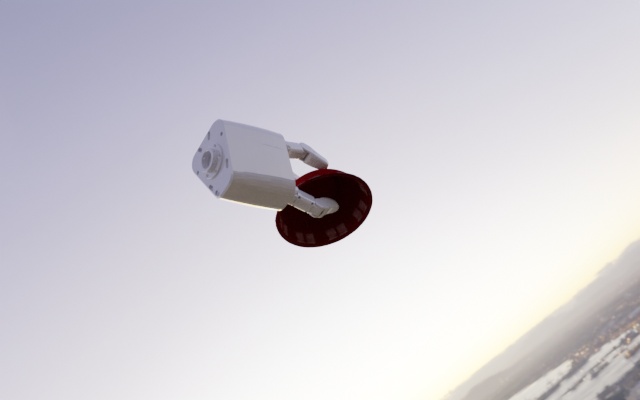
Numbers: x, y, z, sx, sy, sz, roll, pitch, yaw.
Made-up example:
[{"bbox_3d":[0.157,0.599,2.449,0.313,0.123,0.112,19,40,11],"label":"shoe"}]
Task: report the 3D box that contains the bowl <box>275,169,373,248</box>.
[{"bbox_3d":[0.001,0.003,0.773,0.162,0.162,0.055,0,41,-23],"label":"bowl"}]
